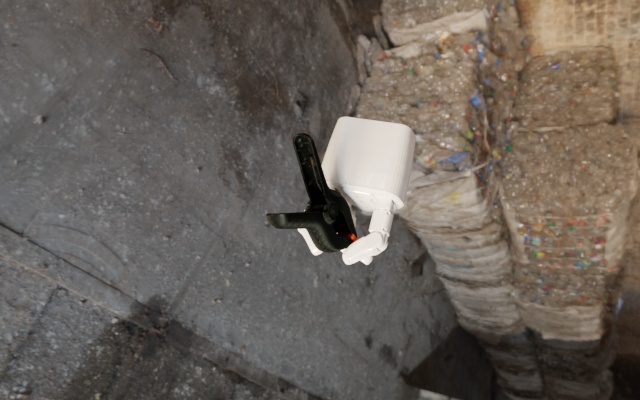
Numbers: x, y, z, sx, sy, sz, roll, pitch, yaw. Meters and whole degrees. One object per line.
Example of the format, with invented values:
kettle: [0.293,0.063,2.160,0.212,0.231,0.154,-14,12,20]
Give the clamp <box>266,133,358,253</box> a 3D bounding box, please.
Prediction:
clamp: [0.001,0.002,0.580,0.039,0.120,0.171,5,-21,32]
